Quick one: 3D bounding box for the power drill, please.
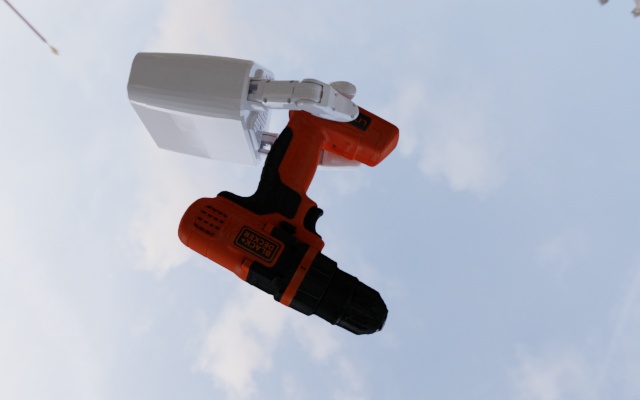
[{"bbox_3d":[0.000,0.001,0.416,0.184,0.187,0.057,28,-26,1],"label":"power drill"}]
